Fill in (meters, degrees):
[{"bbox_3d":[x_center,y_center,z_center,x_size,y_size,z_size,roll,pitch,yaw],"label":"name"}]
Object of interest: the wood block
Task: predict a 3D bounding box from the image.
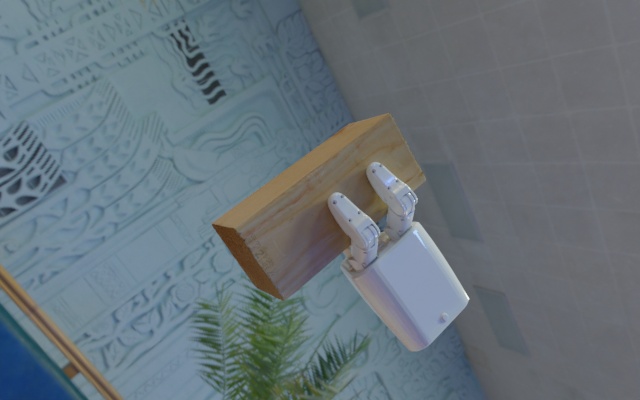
[{"bbox_3d":[0.000,0.002,0.516,0.206,0.090,0.091,-38,16,-22],"label":"wood block"}]
